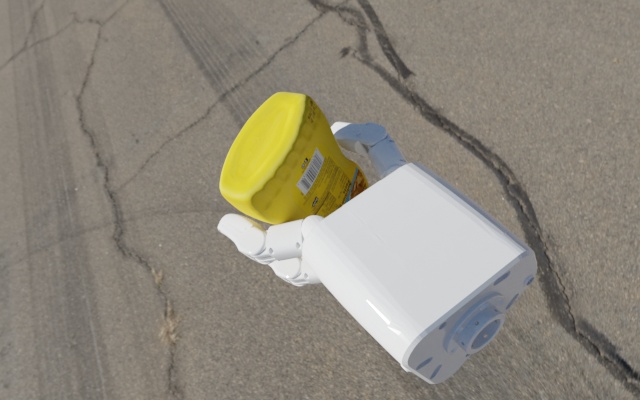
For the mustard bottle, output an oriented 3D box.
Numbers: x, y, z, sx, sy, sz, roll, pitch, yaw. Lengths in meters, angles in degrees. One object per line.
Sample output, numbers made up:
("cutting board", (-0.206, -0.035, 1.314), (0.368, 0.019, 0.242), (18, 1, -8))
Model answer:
("mustard bottle", (0.000, 0.001, 0.414), (0.058, 0.096, 0.192), (15, -20, 35))
